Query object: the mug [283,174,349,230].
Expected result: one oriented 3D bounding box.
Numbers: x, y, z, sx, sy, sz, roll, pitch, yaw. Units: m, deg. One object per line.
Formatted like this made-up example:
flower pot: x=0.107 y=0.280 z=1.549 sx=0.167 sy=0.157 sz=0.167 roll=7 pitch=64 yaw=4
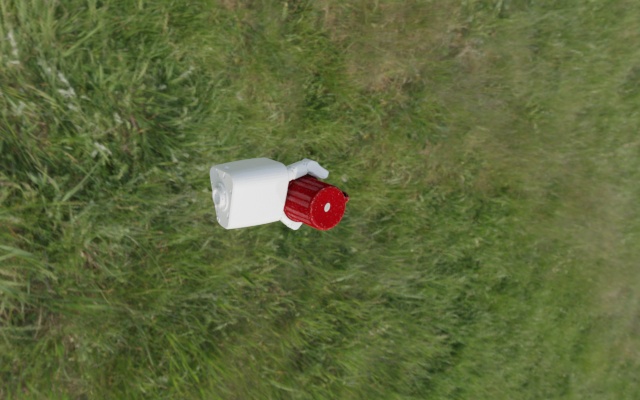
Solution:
mug: x=0.001 y=0.003 z=0.863 sx=0.117 sy=0.093 sz=0.081 roll=-12 pitch=20 yaw=-35
